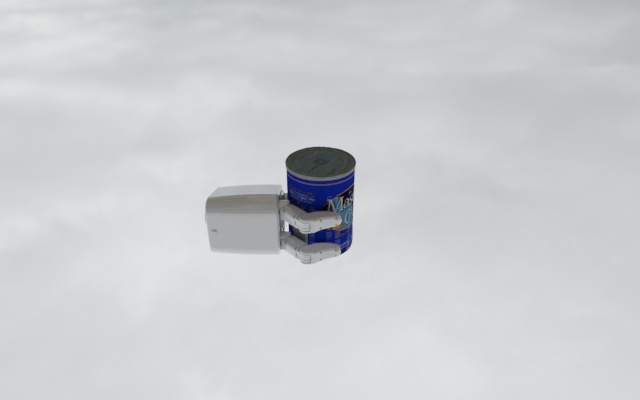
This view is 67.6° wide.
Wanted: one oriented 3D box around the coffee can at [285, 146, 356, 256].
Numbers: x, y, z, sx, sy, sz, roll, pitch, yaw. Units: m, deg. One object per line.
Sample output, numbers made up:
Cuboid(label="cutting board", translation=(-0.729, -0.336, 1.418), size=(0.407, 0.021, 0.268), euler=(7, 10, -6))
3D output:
Cuboid(label="coffee can", translation=(0.000, 0.002, 0.724), size=(0.103, 0.140, 0.102), euler=(0, 30, 0))
